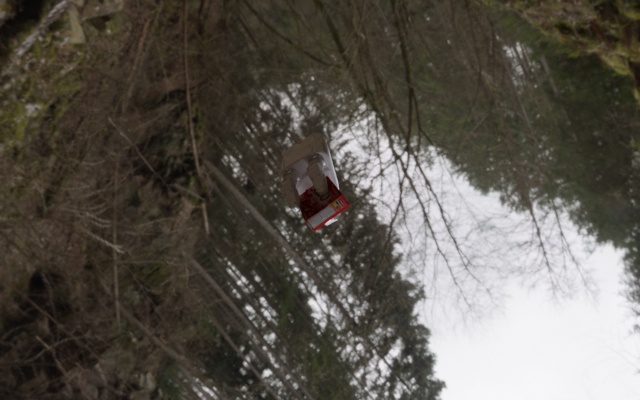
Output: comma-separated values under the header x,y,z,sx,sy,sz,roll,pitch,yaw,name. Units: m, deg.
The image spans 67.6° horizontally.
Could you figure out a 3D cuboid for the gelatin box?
x,y,z,sx,sy,sz,roll,pitch,yaw,name
0.000,0.003,0.792,0.073,0.030,0.089,-35,29,2,gelatin box
